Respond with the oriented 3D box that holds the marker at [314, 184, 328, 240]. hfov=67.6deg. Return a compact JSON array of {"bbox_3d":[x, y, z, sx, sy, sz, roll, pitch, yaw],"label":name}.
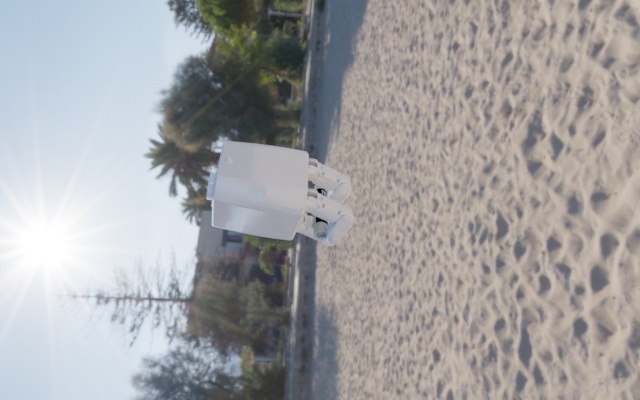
[{"bbox_3d":[0.000,0.002,0.649,0.020,0.020,0.121,0,45,0],"label":"marker"}]
